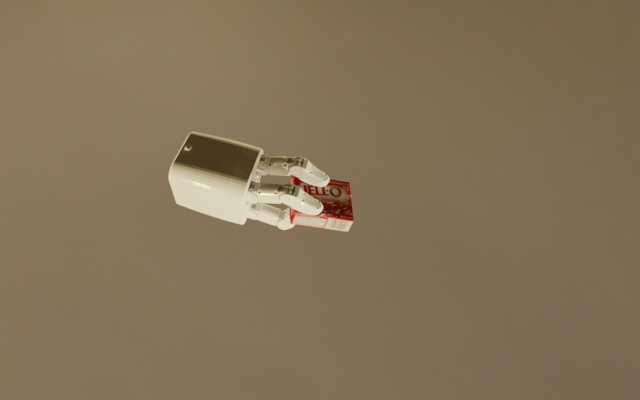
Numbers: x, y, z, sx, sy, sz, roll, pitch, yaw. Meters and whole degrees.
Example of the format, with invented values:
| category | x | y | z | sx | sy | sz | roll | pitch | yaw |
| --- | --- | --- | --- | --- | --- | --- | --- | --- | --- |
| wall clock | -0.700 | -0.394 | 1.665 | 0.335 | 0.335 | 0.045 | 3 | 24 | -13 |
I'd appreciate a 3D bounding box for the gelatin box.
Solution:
| category | x | y | z | sx | sy | sz | roll | pitch | yaw |
| --- | --- | --- | --- | --- | --- | --- | --- | --- | --- |
| gelatin box | 0.000 | 0.003 | 0.683 | 0.089 | 0.073 | 0.030 | 9 | -41 | -14 |
